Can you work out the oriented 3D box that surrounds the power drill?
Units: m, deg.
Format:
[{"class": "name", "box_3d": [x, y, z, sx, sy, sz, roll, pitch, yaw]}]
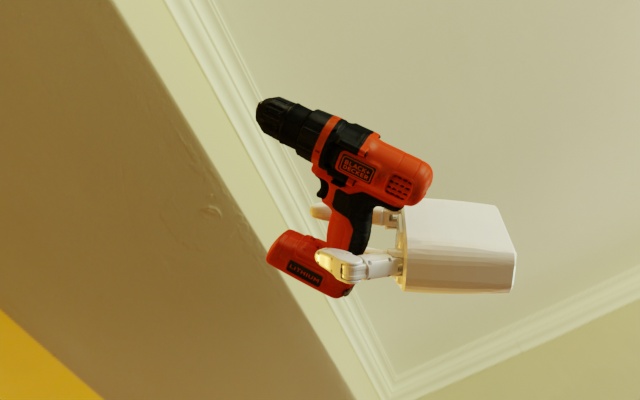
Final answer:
[{"class": "power drill", "box_3d": [0.000, 0.002, 0.498, 0.184, 0.188, 0.057, 27, 37, 11]}]
